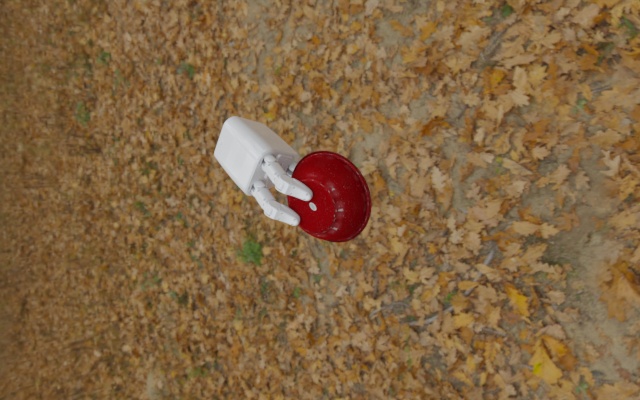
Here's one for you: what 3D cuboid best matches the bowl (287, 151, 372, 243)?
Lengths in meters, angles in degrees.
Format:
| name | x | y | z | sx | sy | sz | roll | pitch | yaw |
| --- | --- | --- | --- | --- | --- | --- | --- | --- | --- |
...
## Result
| name | x | y | z | sx | sy | sz | roll | pitch | yaw |
| --- | --- | --- | --- | --- | --- | --- | --- | --- | --- |
| bowl | 0.001 | 0.003 | 0.782 | 0.162 | 0.162 | 0.055 | 0 | 17 | 35 |
